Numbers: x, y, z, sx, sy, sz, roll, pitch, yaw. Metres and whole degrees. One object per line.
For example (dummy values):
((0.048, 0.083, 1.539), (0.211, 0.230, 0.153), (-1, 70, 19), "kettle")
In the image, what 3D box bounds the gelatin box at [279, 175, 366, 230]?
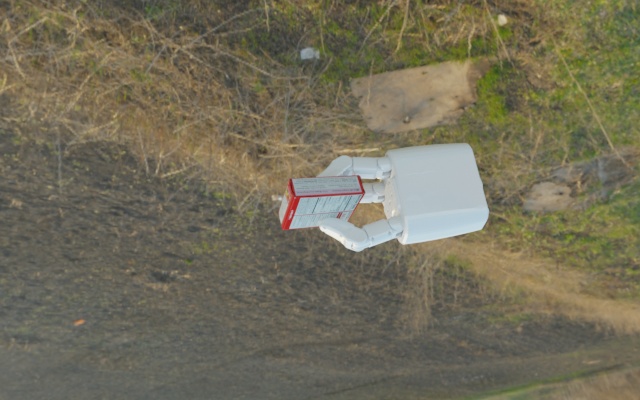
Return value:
((0.000, 0.002, 0.572), (0.089, 0.030, 0.073), (-5, -31, -19), "gelatin box")
